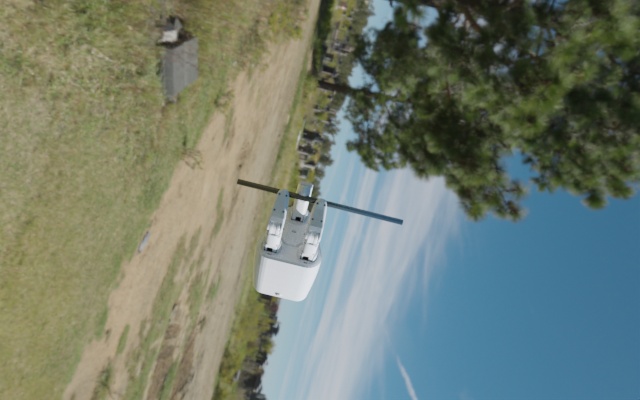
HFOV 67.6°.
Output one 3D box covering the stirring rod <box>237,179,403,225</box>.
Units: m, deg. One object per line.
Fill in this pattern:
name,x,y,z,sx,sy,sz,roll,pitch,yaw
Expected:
stirring rod,0.000,0.002,0.676,0.239,0.011,0.011,14,-1,-2
